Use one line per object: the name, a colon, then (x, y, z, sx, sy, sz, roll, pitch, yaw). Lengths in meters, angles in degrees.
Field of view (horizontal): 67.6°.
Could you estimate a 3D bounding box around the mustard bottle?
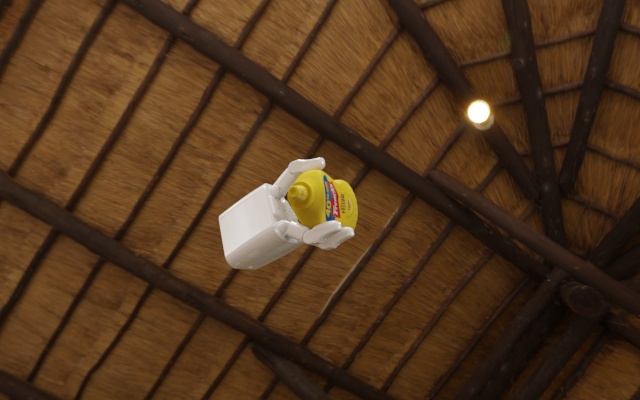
mustard bottle: (0.001, 0.002, 0.762, 0.058, 0.096, 0.192, -7, -11, 24)
